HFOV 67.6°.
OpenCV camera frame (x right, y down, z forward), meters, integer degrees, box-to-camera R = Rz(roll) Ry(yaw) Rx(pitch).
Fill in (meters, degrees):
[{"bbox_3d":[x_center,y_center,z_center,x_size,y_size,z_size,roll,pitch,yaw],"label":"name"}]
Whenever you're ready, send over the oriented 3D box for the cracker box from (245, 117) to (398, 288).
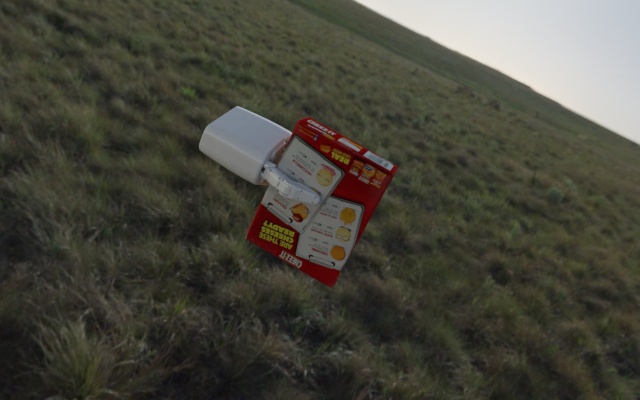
[{"bbox_3d":[0.000,0.002,0.749,0.164,0.214,0.072,29,22,7],"label":"cracker box"}]
